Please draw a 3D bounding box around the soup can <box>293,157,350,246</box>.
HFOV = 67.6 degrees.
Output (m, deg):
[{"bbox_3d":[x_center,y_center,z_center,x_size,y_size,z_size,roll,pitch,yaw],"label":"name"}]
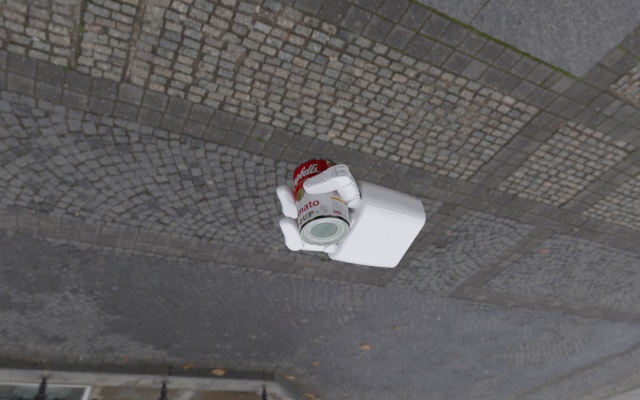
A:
[{"bbox_3d":[0.000,0.002,0.642,0.068,0.102,0.069,-5,-38,-4],"label":"soup can"}]
